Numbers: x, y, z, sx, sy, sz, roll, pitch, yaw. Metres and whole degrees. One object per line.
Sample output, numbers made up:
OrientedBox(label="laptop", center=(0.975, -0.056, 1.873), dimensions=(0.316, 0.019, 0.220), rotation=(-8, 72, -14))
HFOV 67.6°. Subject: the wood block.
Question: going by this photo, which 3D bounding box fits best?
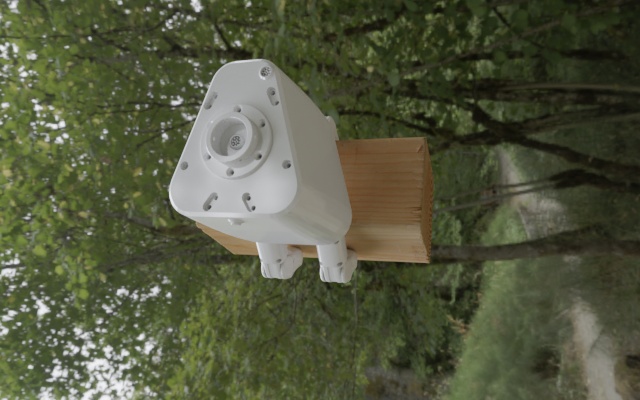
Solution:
OrientedBox(label="wood block", center=(0.000, 0.001, 0.462), dimensions=(0.206, 0.090, 0.090), rotation=(1, -24, 19))
